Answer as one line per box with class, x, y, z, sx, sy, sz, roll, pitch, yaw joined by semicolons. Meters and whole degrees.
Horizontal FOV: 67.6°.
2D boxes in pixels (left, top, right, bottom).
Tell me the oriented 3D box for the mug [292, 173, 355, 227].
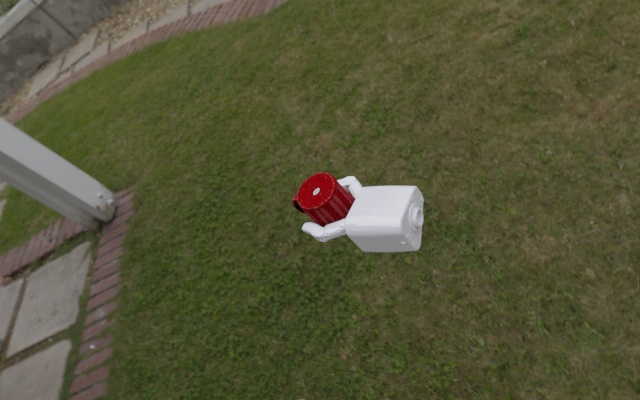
mug;-0.001;0.003;0.887;0.117;0.093;0.081;-3;-33;33
